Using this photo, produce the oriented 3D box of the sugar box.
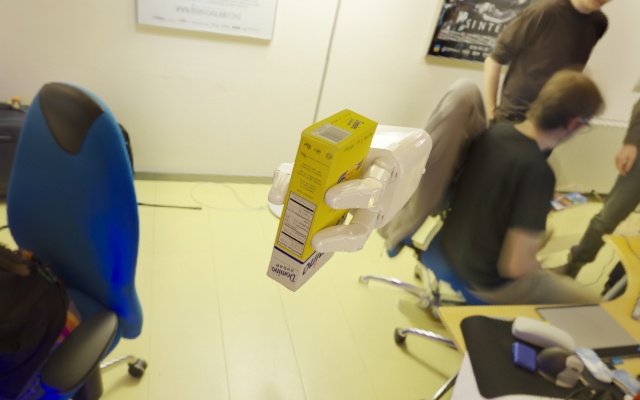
[{"bbox_3d":[0.001,0.002,0.495,0.048,0.176,0.093,26,34,20],"label":"sugar box"}]
